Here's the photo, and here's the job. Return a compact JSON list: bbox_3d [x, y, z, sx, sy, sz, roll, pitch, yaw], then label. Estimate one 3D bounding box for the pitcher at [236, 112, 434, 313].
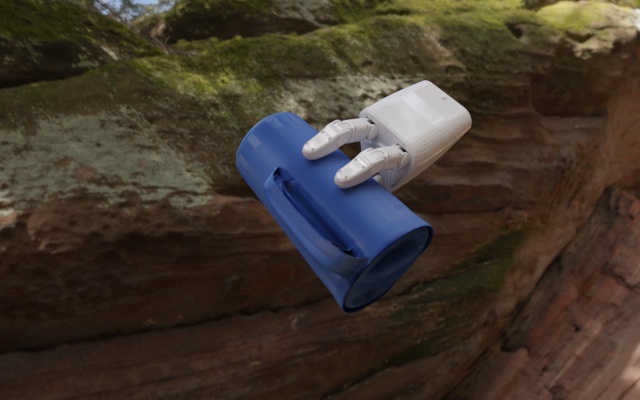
[{"bbox_3d":[0.000,0.002,0.562,0.145,0.242,0.149,-32,-29,-22],"label":"pitcher"}]
